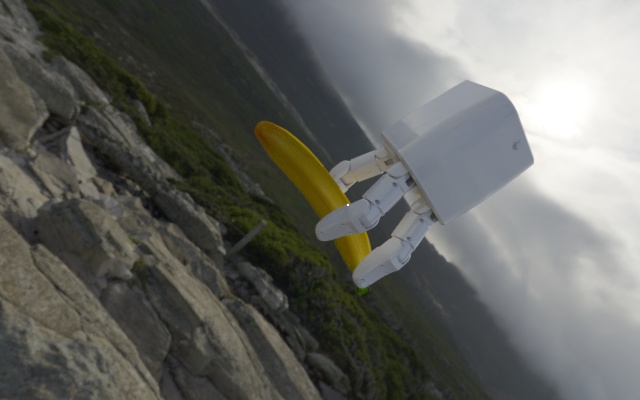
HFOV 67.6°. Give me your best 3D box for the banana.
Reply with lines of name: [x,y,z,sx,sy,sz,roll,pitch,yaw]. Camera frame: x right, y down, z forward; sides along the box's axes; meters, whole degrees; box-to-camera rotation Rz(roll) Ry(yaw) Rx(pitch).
banana: [0.003,-0.001,0.480,0.037,0.198,0.069,-31,13,11]
